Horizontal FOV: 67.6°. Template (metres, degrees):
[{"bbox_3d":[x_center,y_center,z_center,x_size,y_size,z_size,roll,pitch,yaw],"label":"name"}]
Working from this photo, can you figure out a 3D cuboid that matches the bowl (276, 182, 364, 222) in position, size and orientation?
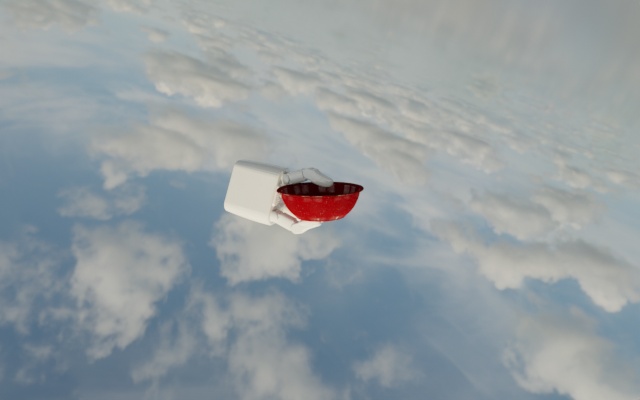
[{"bbox_3d":[0.001,0.003,0.884,0.162,0.055,0.162,-2,11,0],"label":"bowl"}]
